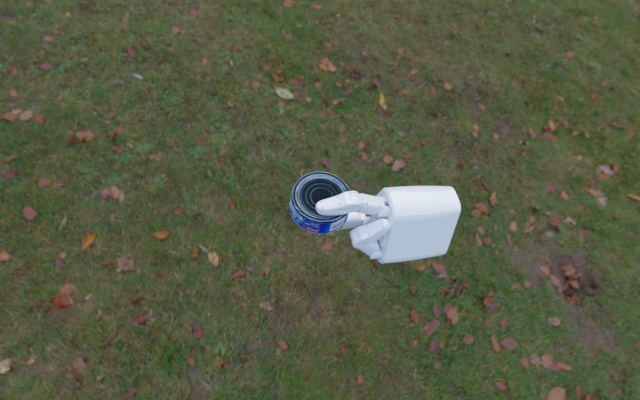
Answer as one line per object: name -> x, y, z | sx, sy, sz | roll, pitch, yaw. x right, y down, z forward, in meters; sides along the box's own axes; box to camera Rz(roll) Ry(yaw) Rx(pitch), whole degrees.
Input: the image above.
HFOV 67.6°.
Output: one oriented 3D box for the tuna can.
tuna can -> 0.000, 0.002, 0.668 | 0.086, 0.086, 0.034 | 0, -32, -8
